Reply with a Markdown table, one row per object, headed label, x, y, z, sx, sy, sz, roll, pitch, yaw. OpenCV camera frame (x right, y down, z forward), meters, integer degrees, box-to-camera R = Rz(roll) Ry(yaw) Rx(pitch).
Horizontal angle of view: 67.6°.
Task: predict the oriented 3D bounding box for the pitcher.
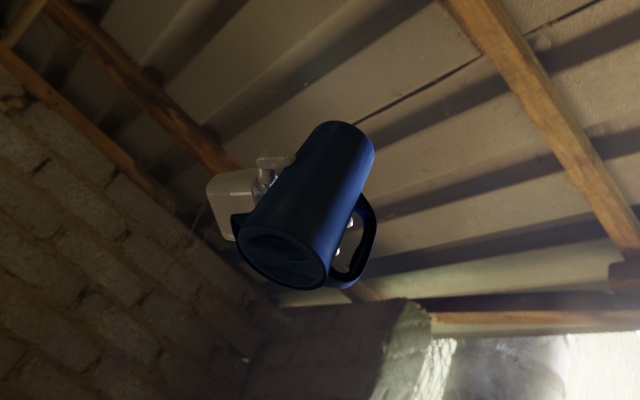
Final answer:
| label | x | y | z | sx | sy | sz | roll | pitch | yaw |
| --- | --- | --- | --- | --- | --- | --- | --- | --- | --- |
| pitcher | 0.000 | 0.002 | 0.684 | 0.145 | 0.149 | 0.242 | -2 | 43 | 35 |
